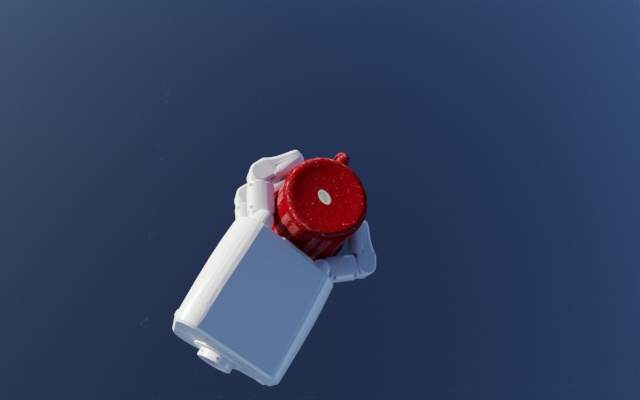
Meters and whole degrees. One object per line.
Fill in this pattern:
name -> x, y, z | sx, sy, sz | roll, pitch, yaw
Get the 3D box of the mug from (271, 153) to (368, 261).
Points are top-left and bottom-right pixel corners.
mug -> 0.001, 0.000, 0.471 | 0.093, 0.117, 0.081 | 32, -28, -4
